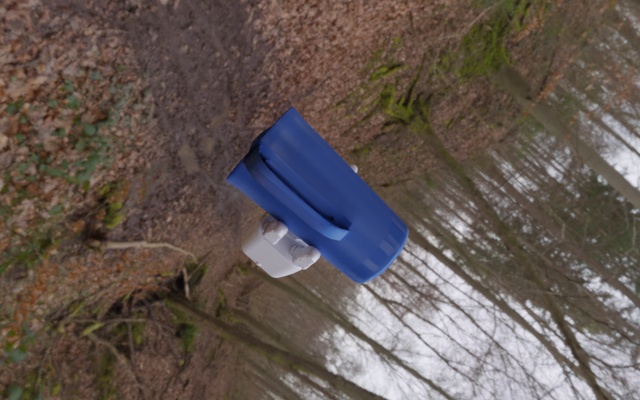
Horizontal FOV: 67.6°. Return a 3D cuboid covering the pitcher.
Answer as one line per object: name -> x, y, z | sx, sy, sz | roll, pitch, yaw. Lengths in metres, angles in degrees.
pitcher -> 0.000, 0.002, 0.646 | 0.243, 0.149, 0.145 | 42, -33, -7
